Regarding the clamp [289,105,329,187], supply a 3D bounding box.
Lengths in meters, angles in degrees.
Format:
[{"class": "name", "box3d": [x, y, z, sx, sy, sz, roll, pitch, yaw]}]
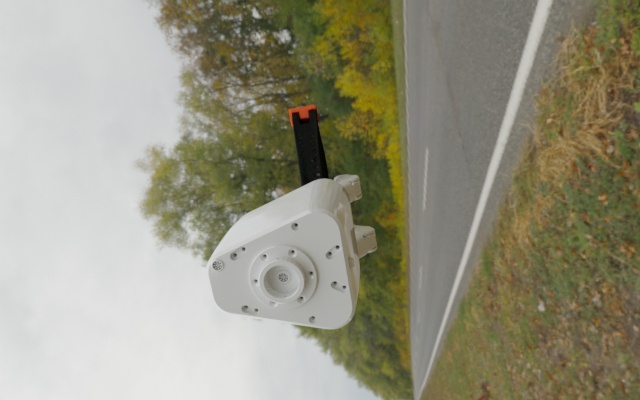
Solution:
[{"class": "clamp", "box3d": [-0.001, 0.001, 0.525, 0.036, 0.210, 0.164, -9, 12, 4]}]
